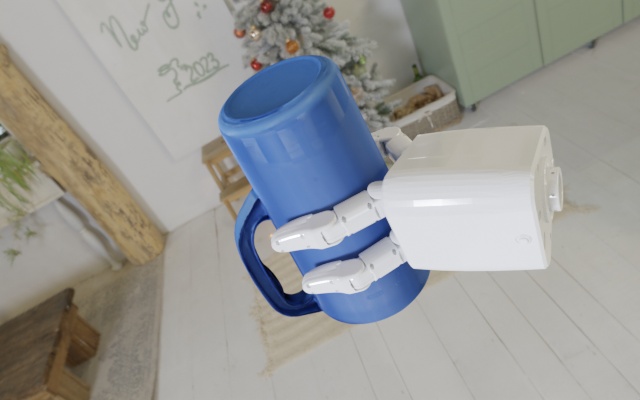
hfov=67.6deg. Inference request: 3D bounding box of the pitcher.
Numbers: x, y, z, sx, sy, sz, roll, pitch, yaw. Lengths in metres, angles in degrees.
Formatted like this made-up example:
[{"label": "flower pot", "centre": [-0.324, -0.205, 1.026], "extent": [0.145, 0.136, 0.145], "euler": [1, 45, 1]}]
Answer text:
[{"label": "pitcher", "centre": [0.000, 0.001, 0.447], "extent": [0.145, 0.243, 0.149], "euler": [-2, 44, 33]}]
